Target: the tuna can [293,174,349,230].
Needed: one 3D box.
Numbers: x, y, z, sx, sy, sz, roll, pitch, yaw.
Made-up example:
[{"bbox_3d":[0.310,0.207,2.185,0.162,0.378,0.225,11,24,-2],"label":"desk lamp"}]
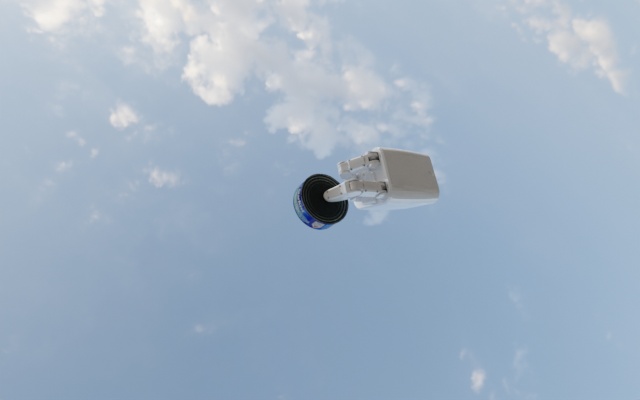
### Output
[{"bbox_3d":[0.000,0.003,0.762,0.086,0.086,0.034,0,-22,-32],"label":"tuna can"}]
